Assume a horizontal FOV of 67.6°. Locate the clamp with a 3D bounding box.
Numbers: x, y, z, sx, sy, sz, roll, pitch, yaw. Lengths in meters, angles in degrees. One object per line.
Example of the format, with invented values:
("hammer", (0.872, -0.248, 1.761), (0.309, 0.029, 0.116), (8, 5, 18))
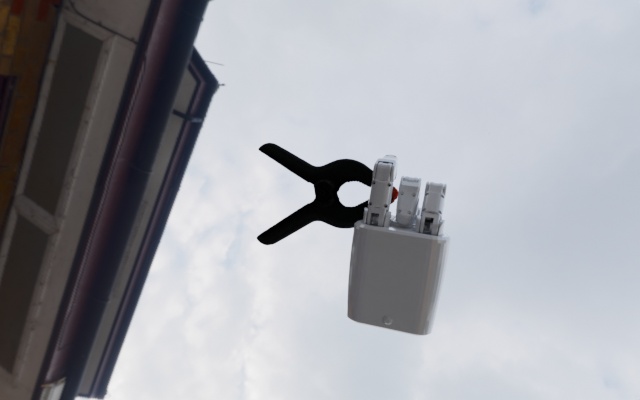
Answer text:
("clamp", (0.000, 0.002, 0.549), (0.171, 0.120, 0.039), (9, 6, 18))
